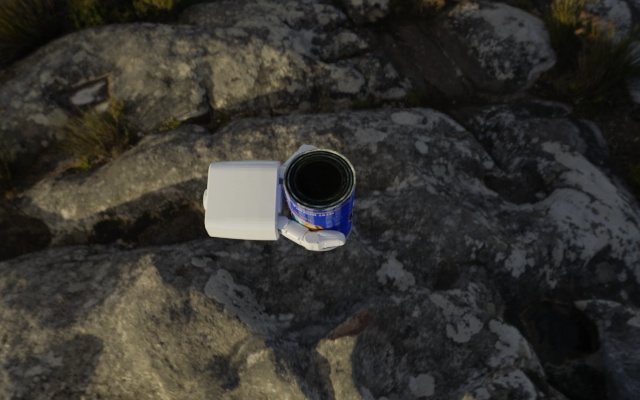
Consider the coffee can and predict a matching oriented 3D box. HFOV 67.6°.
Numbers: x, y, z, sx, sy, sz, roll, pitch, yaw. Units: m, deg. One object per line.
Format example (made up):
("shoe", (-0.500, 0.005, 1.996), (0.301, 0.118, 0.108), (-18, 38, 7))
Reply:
("coffee can", (0.000, 0.003, 0.726), (0.103, 0.102, 0.140), (0, -29, 1))
